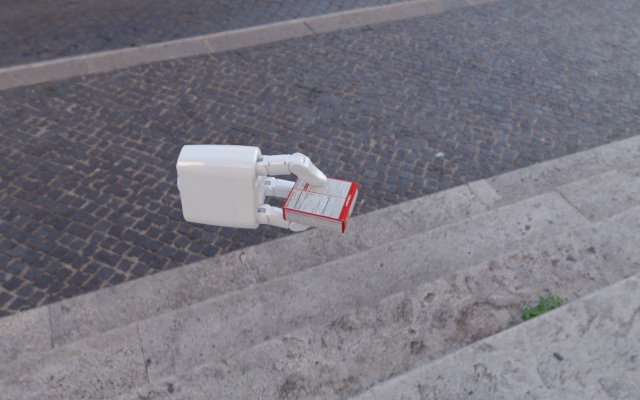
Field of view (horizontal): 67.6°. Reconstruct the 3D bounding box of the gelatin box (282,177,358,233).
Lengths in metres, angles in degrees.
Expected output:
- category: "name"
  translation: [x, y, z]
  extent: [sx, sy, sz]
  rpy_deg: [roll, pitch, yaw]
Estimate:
- category: "gelatin box"
  translation: [0.000, 0.002, 0.661]
  extent: [0.089, 0.073, 0.030]
  rpy_deg: [11, -41, 14]
